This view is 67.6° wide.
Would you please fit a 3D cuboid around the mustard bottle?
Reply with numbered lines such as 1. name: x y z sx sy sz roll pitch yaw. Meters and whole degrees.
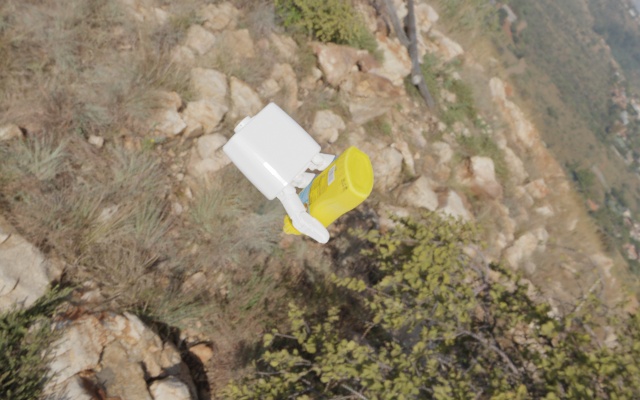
1. mustard bottle: 0.001 0.003 0.751 0.058 0.096 0.192 28 -46 -25
